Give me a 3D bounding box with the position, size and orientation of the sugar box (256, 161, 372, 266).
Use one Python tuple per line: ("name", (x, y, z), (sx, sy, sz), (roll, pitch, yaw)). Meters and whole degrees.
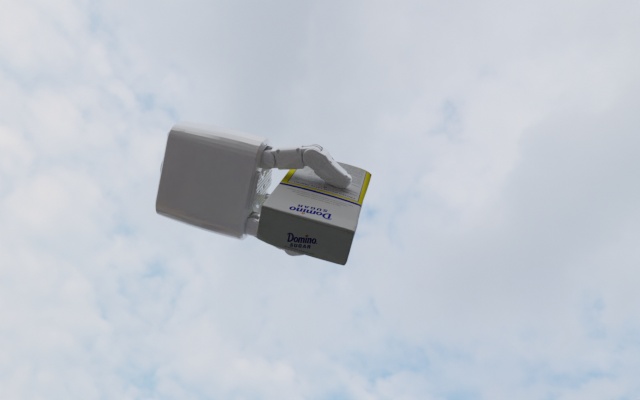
("sugar box", (0.000, 0.002, 0.525), (0.093, 0.048, 0.176), (16, 26, 5))
